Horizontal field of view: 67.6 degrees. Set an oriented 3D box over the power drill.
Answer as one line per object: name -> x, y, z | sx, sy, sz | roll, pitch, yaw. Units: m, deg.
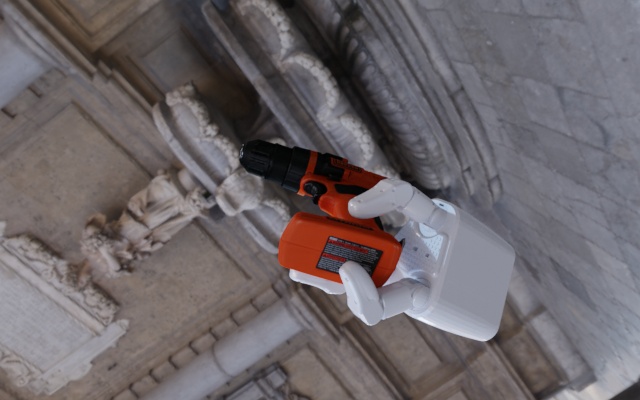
power drill -> 0.000, 0.002, 0.480 | 0.184, 0.057, 0.187 | 15, 26, -9
